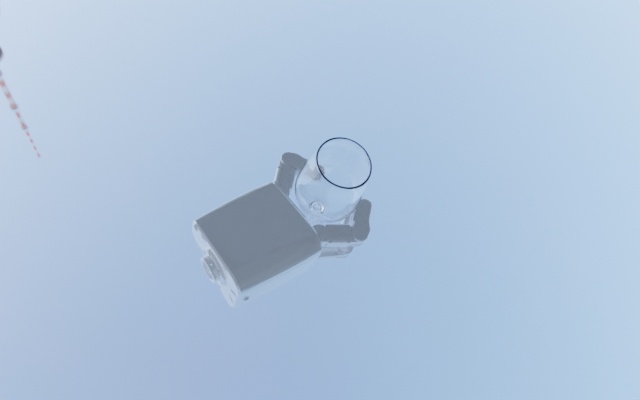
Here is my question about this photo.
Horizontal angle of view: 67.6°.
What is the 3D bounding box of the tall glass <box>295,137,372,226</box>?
[{"bbox_3d":[0.000,0.002,0.584,0.079,0.079,0.201,0,-25,-16],"label":"tall glass"}]
